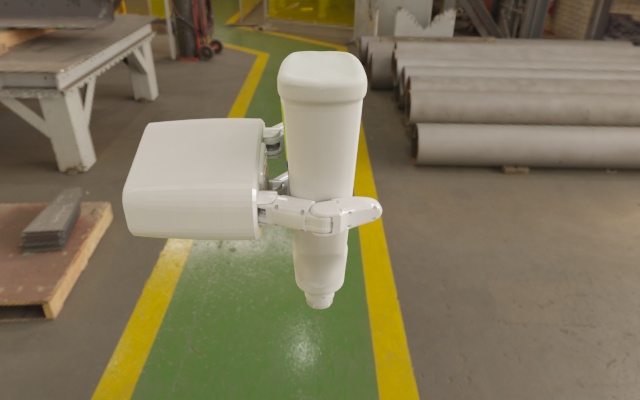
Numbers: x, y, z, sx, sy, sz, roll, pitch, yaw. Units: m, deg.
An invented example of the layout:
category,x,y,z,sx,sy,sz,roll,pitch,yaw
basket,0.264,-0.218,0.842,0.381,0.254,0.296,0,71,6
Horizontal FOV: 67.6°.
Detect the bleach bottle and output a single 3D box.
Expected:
category,x,y,z,sx,sy,sz,roll,pitch,yaw
bleach bottle,0.000,0.001,0.436,0.068,0.251,0.102,0,30,-1
